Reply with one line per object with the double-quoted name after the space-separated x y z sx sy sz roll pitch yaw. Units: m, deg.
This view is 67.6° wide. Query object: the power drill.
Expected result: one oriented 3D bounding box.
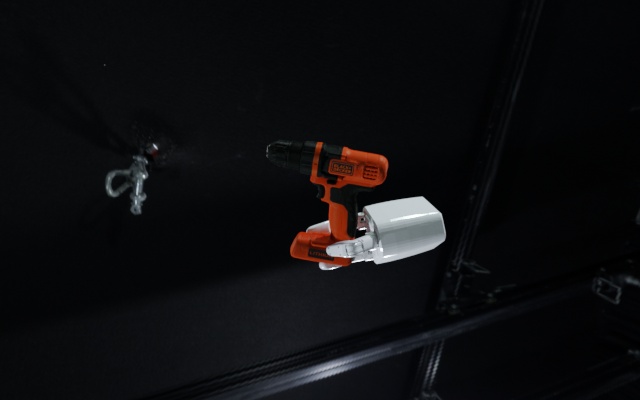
0.000 0.003 0.745 0.184 0.188 0.057 11 23 5 "power drill"
